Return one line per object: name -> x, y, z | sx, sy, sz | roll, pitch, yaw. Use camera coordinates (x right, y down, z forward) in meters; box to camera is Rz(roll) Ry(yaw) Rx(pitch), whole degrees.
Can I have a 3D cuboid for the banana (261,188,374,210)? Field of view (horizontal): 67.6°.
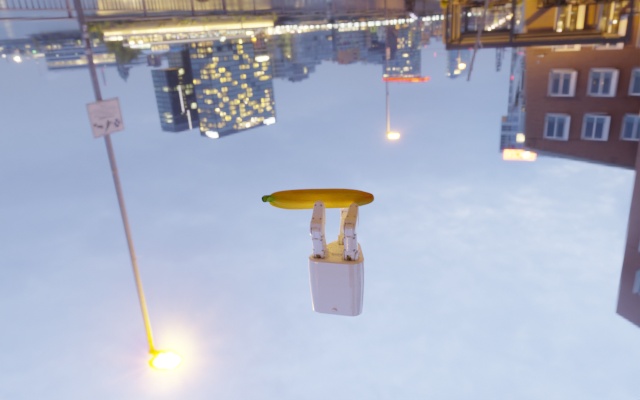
banana -> -0.006, -0.001, 0.855 | 0.198, 0.037, 0.069 | -2, 12, -8
